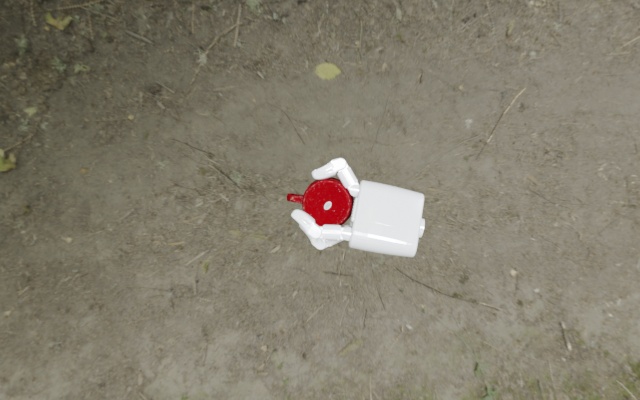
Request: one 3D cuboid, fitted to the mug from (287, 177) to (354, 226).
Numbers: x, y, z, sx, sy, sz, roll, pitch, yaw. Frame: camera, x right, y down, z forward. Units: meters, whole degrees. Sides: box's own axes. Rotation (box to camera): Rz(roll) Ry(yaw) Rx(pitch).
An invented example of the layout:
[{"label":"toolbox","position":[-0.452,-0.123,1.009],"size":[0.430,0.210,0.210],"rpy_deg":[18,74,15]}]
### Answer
[{"label":"mug","position":[-0.001,0.002,0.814],"size":[0.117,0.093,0.081],"rpy_deg":[12,2,2]}]
